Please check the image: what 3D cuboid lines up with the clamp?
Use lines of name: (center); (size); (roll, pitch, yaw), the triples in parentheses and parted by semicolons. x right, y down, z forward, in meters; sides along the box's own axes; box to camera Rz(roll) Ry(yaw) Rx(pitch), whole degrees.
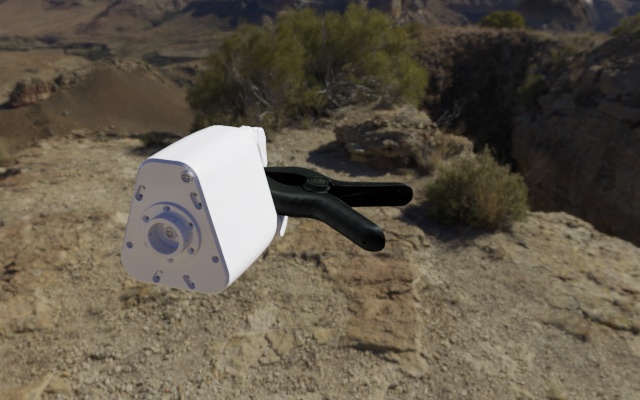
clamp: (0.000, 0.001, 0.461); (0.171, 0.039, 0.120); (8, 21, 11)
